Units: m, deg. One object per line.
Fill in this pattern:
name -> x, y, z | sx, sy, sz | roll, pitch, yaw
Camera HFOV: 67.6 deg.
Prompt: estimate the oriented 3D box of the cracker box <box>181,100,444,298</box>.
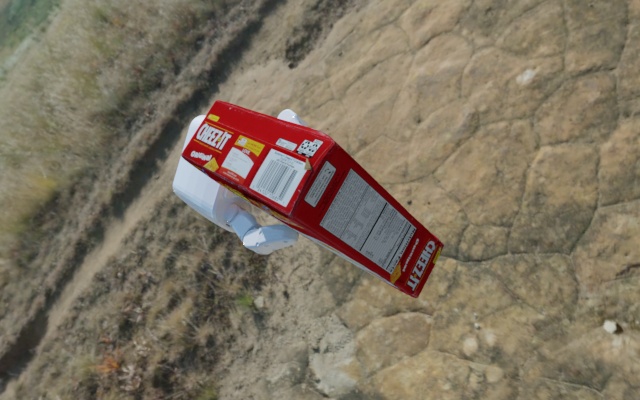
cracker box -> 0.000, 0.002, 0.454 | 0.164, 0.072, 0.214 | 25, -8, 43
